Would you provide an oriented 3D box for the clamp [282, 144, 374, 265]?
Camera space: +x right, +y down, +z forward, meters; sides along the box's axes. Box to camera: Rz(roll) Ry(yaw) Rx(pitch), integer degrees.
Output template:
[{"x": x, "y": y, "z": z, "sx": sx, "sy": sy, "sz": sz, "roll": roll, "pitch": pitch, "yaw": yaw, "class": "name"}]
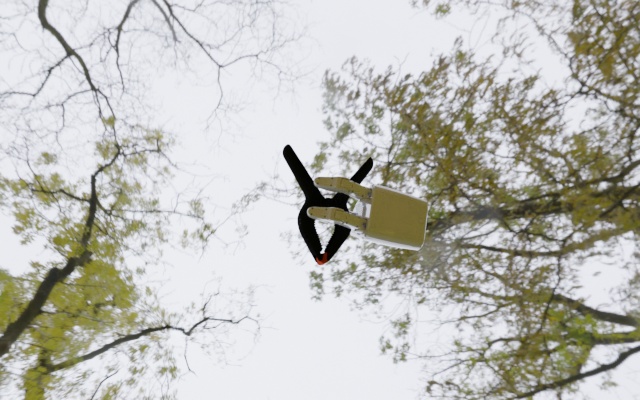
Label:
[{"x": 0.000, "y": 0.003, "z": 0.817, "sx": 0.164, "sy": 0.210, "sz": 0.036, "roll": 14, "pitch": -19, "yaw": -9, "class": "clamp"}]
